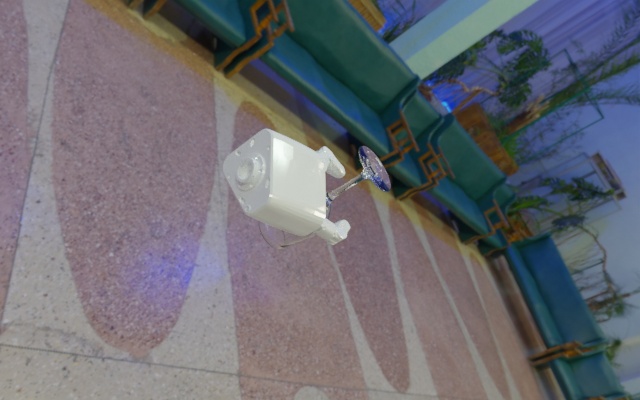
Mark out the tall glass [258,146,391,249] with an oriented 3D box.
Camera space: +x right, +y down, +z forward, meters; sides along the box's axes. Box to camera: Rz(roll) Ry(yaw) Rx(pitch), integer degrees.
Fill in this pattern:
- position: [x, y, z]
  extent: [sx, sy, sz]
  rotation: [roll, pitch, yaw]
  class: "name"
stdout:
- position: [0.001, 0.002, 0.708]
  extent: [0.201, 0.079, 0.079]
  rotation: [-32, -15, 26]
  class: "tall glass"
